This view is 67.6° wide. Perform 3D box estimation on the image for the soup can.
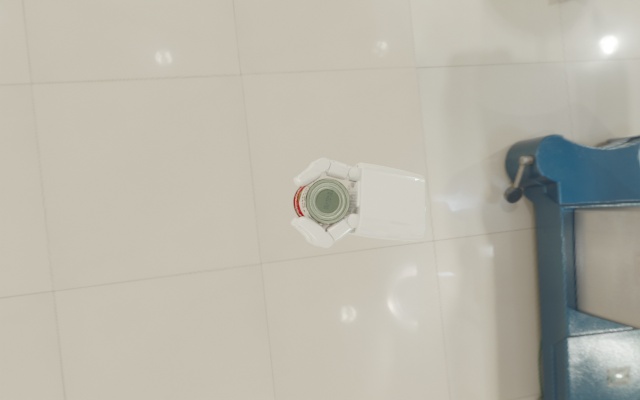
[{"bbox_3d":[0.000,0.002,0.728,0.068,0.068,0.102,0,-1,-13],"label":"soup can"}]
